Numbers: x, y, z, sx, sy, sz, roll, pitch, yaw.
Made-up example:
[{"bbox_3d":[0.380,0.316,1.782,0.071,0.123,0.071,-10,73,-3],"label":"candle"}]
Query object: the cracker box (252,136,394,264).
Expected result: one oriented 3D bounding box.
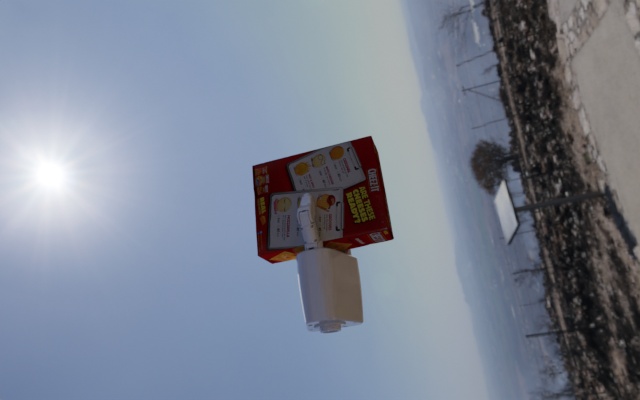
[{"bbox_3d":[0.000,0.003,0.788,0.214,0.164,0.072,-13,-23,14],"label":"cracker box"}]
